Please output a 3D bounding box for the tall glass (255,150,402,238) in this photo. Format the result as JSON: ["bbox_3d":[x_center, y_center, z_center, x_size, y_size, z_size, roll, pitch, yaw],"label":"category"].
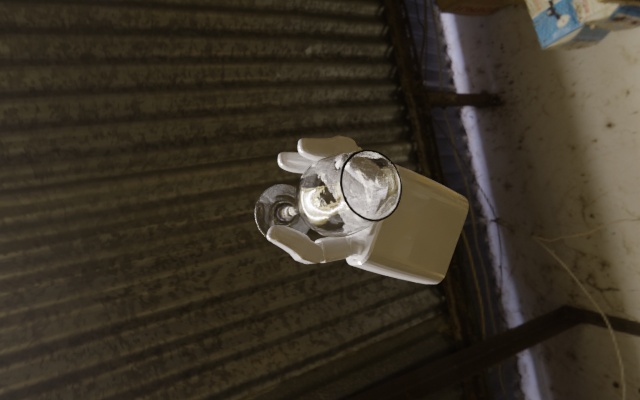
[{"bbox_3d":[0.000,0.002,0.489,0.079,0.079,0.201,0,-9,-26],"label":"tall glass"}]
